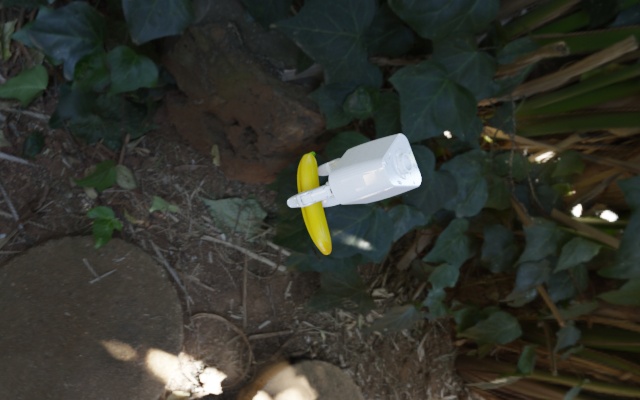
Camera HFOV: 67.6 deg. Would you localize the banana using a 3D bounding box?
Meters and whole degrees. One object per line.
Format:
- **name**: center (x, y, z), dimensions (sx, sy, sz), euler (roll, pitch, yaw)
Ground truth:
- **banana**: center (-0.011, -0.003, 0.849), dimensions (0.037, 0.197, 0.069), euler (-15, -16, 31)
